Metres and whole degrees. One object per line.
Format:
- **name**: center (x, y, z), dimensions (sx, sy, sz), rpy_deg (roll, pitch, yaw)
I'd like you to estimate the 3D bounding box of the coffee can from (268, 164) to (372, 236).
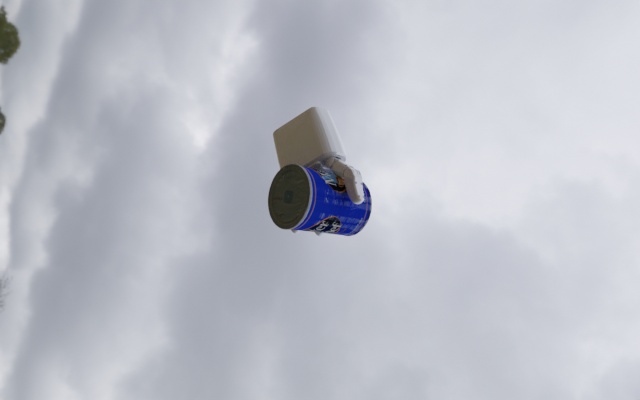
- **coffee can**: center (0.000, 0.003, 0.783), dimensions (0.140, 0.103, 0.103), rpy_deg (10, -7, -42)
